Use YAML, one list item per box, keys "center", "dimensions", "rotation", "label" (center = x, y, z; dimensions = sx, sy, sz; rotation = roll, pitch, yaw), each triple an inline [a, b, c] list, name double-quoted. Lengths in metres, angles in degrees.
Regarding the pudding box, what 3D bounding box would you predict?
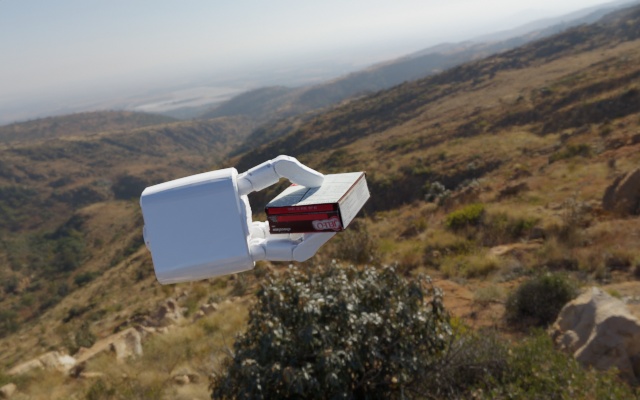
- center: [0.000, 0.002, 0.556]
  dimensions: [0.090, 0.039, 0.113]
  rotation: [-3, 21, 23]
  label: "pudding box"
